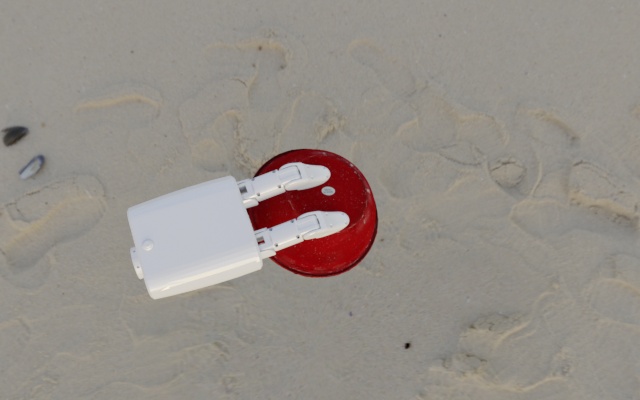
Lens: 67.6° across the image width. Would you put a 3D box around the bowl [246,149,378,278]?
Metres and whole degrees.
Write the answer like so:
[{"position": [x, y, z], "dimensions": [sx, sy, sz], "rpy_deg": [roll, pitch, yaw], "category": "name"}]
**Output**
[{"position": [0.001, 0.001, 0.537], "dimensions": [0.162, 0.162, 0.055], "rpy_deg": [0, -22, -19], "category": "bowl"}]
